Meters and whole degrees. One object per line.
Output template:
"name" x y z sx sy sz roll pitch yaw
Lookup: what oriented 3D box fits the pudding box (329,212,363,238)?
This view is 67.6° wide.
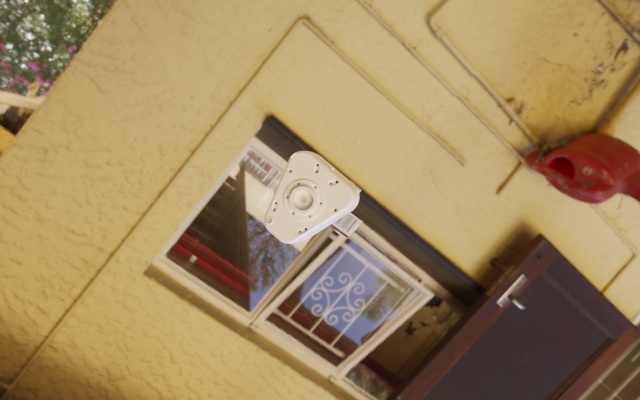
"pudding box" 0.000 0.003 0.730 0.113 0.039 0.090 39 2 -23
